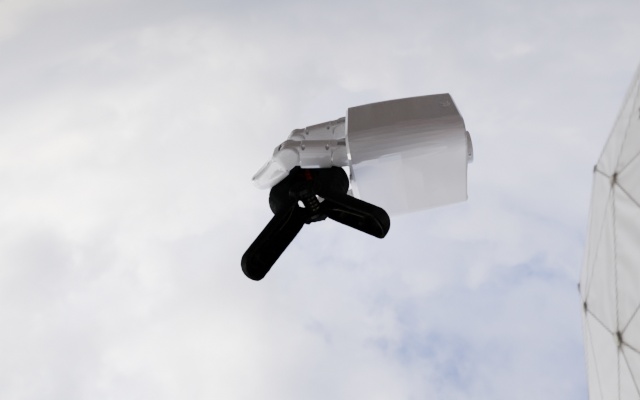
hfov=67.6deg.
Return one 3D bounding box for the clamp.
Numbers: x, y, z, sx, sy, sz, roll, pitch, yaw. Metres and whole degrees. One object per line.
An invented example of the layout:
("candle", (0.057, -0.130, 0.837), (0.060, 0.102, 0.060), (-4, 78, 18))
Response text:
("clamp", (0.000, 0.002, 0.425), (0.120, 0.039, 0.171), (-10, 31, 10))
